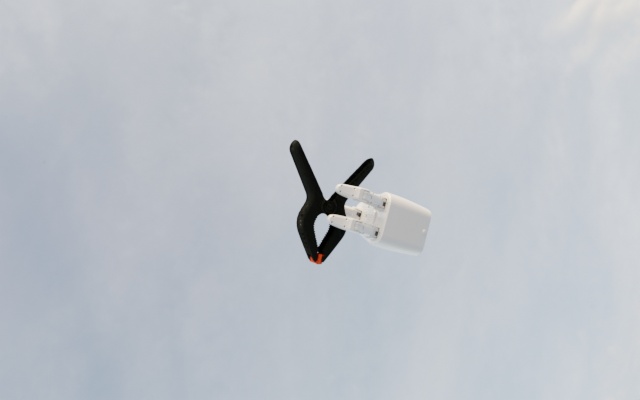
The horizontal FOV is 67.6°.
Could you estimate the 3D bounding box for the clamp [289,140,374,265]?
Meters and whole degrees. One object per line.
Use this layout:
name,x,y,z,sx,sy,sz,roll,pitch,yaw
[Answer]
clamp,0.000,0.003,0.830,0.164,0.210,0.036,18,-5,-24
